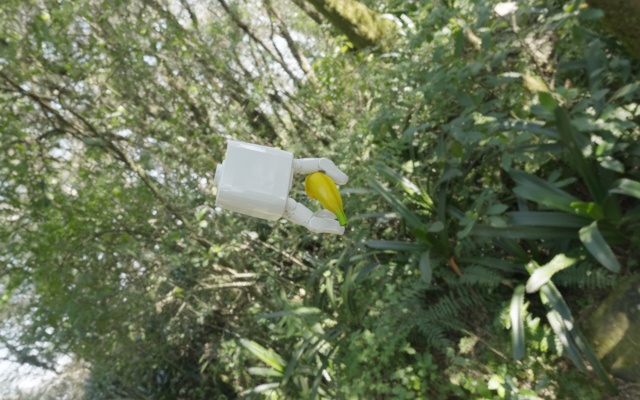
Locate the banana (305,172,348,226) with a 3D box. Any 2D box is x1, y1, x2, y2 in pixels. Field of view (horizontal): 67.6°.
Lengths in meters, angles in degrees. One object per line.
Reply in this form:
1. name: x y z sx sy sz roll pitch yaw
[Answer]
1. banana: -0.001 -0.014 0.796 0.037 0.070 0.197 -10 16 -11
